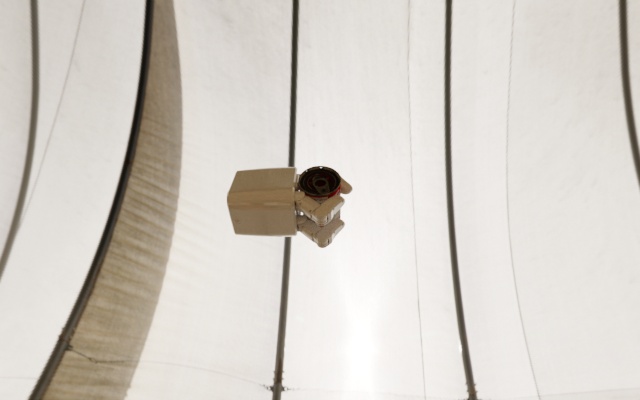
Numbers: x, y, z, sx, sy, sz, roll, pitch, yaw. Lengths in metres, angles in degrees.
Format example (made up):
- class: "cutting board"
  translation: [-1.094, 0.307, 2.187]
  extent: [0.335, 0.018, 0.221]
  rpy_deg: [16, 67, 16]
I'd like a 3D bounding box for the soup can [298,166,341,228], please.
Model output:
- class: "soup can"
  translation: [0.001, 0.003, 0.793]
  extent: [0.068, 0.068, 0.102]
  rpy_deg: [0, -44, 3]
